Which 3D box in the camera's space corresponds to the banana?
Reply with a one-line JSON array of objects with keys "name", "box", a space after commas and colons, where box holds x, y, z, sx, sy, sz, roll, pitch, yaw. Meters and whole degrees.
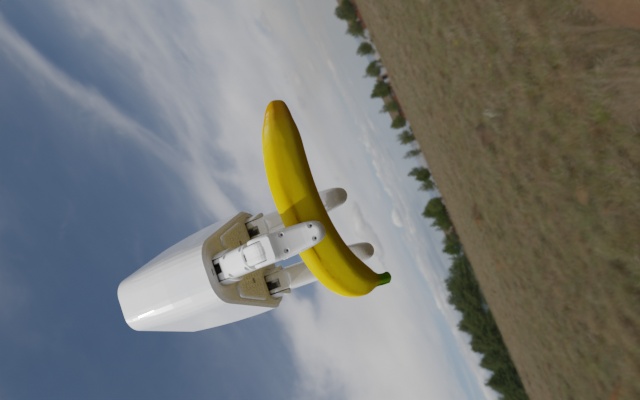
[{"name": "banana", "box": [-0.004, 0.013, 0.402, 0.037, 0.198, 0.069, -21, 19, 29]}]
